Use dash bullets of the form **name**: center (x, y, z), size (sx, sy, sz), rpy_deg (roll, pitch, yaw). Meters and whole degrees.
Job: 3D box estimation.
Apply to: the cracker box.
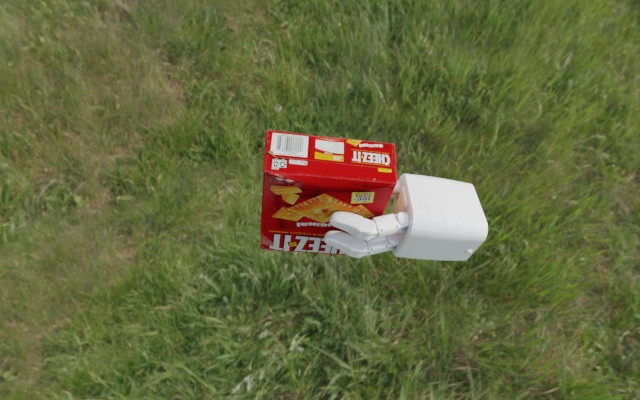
- **cracker box**: center (0.000, 0.002, 0.664), size (0.164, 0.072, 0.214), rpy_deg (5, -32, -5)
